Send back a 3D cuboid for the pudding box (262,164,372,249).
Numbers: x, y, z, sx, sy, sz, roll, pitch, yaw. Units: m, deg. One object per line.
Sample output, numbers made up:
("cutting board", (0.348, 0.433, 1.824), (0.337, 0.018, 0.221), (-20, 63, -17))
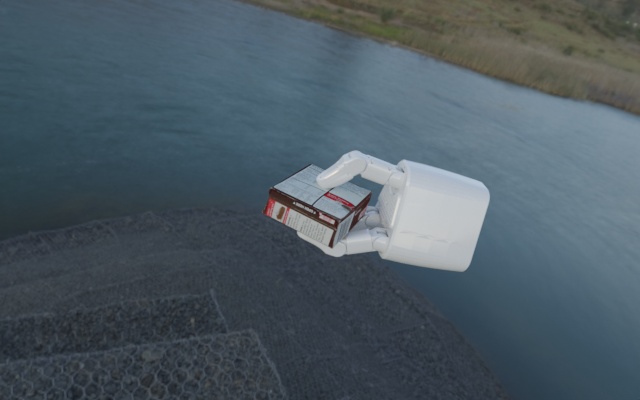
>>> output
("pudding box", (0.000, 0.002, 0.555), (0.090, 0.039, 0.113), (25, 25, 15))
